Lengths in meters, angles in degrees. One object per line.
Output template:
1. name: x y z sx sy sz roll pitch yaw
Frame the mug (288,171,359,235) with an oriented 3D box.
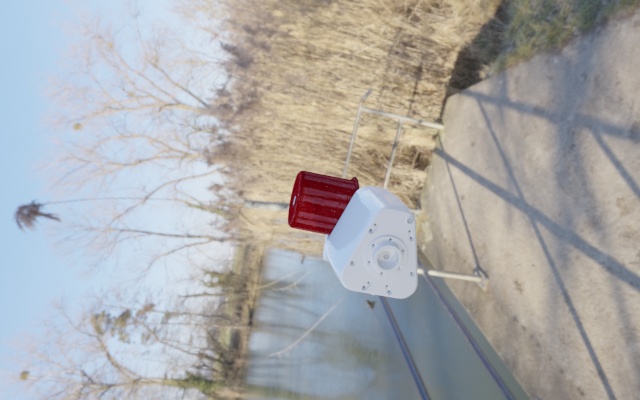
1. mug: 0.000 0.002 0.679 0.081 0.093 0.117 11 11 -10
